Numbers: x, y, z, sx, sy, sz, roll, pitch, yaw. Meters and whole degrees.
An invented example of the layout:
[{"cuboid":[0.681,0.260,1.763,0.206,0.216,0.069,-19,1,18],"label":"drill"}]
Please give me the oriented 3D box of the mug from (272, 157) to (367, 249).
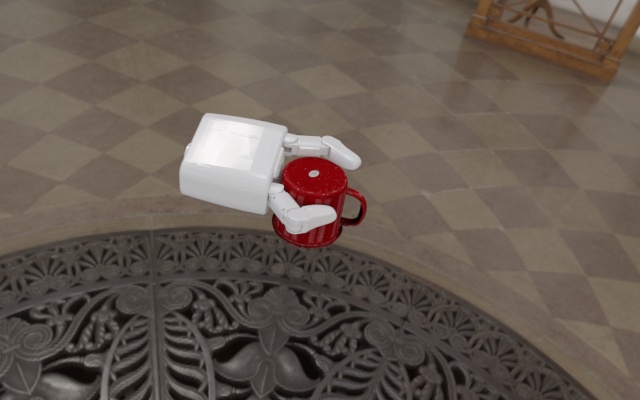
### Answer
[{"cuboid":[0.002,0.002,0.597,0.117,0.082,0.093,13,39,3],"label":"mug"}]
